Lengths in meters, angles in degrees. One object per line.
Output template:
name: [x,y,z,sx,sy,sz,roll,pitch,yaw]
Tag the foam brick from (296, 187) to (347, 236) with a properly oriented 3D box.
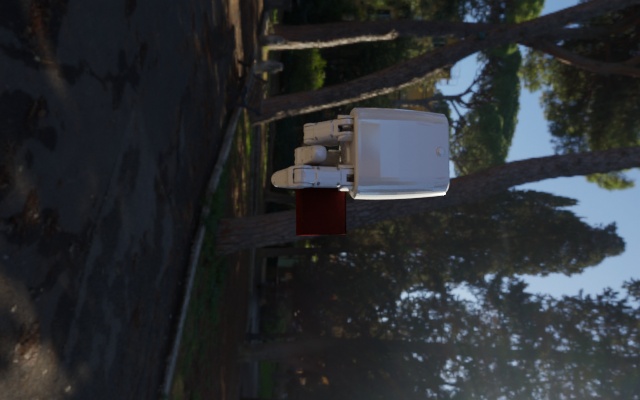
foam brick: [0.000,0.002,0.547,0.051,0.078,0.053,0,-3,-10]
